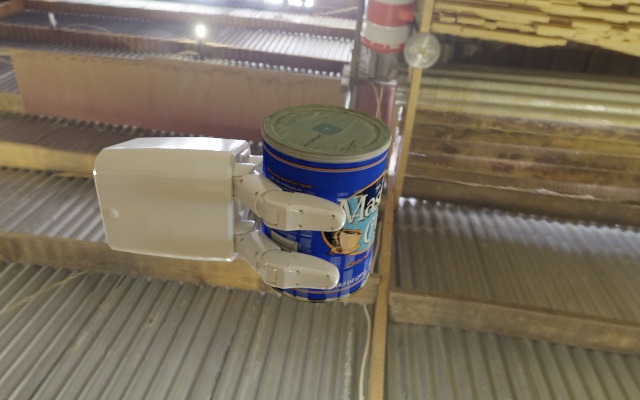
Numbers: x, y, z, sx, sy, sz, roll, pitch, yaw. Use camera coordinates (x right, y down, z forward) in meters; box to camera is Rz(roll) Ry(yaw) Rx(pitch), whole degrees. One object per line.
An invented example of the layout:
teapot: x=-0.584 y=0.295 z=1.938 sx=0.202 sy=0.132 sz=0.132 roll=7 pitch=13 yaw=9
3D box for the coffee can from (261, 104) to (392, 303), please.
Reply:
coffee can: x=0.000 y=0.001 z=0.412 sx=0.103 sy=0.140 sz=0.102 roll=3 pitch=31 yaw=-2
